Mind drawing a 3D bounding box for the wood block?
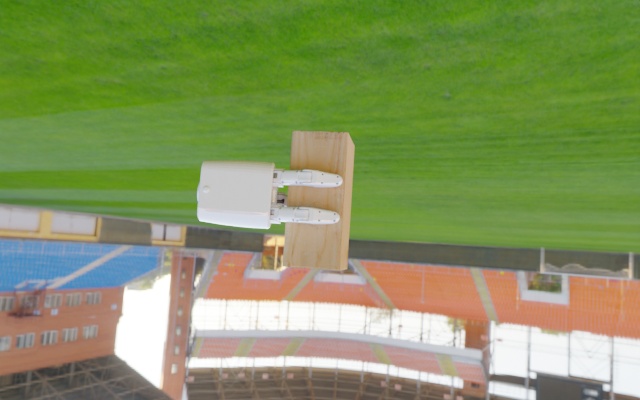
[{"bbox_3d":[0.000,0.003,0.752,0.090,0.206,0.091,3,-6,10],"label":"wood block"}]
